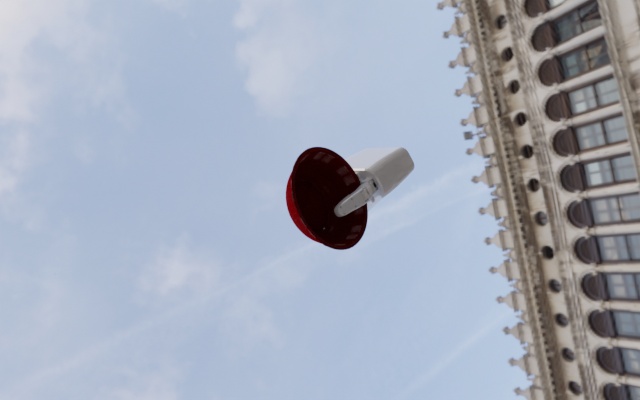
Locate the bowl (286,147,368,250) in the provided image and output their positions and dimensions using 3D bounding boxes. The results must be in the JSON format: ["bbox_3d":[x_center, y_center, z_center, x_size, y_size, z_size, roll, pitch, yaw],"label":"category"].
[{"bbox_3d":[-0.001,0.003,0.729,0.055,0.162,0.162,-22,-15,41],"label":"bowl"}]
